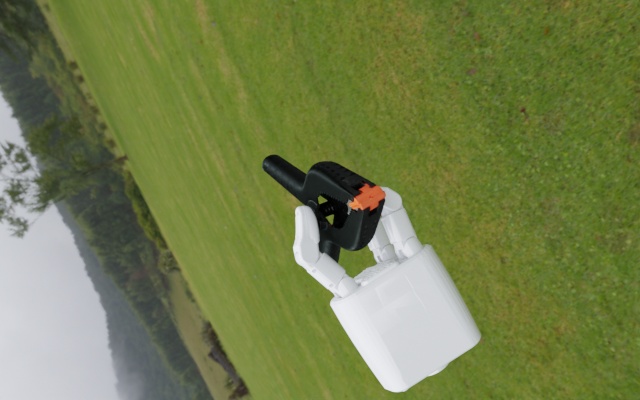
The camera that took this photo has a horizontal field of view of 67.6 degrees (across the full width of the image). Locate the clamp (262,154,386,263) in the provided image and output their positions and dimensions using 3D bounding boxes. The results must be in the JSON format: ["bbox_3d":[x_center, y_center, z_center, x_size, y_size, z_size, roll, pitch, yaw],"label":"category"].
[{"bbox_3d":[0.000,0.002,0.499,0.036,0.164,0.210,-30,-3,-22],"label":"clamp"}]
